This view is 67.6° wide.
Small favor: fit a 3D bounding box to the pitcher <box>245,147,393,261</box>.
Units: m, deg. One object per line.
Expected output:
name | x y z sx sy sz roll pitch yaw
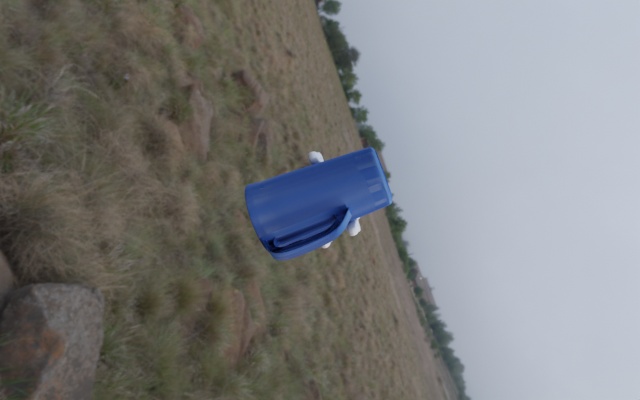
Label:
pitcher | 0.000 0.003 0.841 0.243 0.149 0.145 -20 -3 7
